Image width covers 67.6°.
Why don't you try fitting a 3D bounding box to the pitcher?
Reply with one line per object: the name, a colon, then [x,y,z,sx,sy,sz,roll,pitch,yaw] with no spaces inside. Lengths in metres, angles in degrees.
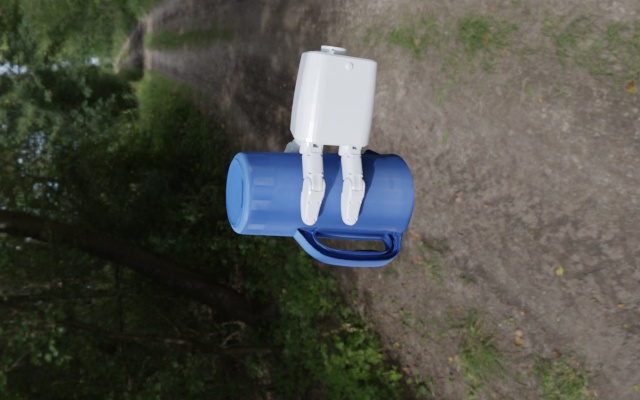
pitcher: [0.000,0.002,0.664,0.243,0.145,0.149,1,17,-23]
